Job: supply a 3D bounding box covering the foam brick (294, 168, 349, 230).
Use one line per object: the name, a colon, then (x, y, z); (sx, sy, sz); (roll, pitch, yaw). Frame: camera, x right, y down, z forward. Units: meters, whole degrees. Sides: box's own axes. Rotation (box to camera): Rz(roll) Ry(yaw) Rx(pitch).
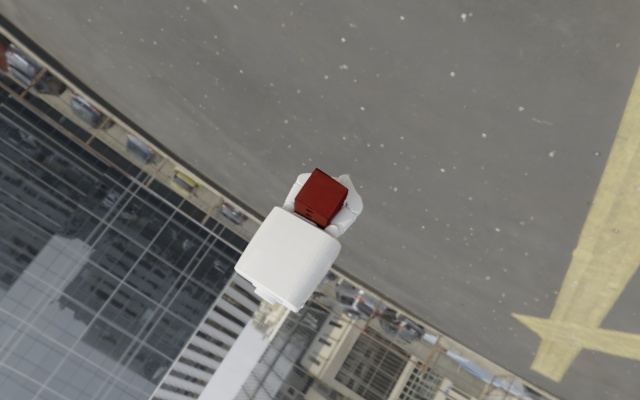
foam brick: (0.000, 0.002, 0.640); (0.053, 0.051, 0.078); (33, -15, 8)
